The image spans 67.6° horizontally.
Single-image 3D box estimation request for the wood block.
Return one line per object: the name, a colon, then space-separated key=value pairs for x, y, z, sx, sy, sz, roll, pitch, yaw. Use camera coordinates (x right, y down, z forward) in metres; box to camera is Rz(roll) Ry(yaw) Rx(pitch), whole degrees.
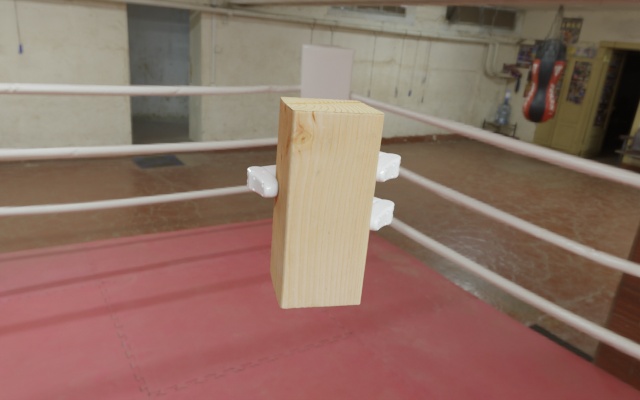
wood block: x=0.000 y=0.001 z=0.510 sx=0.091 sy=0.206 sz=0.090 roll=0 pitch=20 yaw=-13
